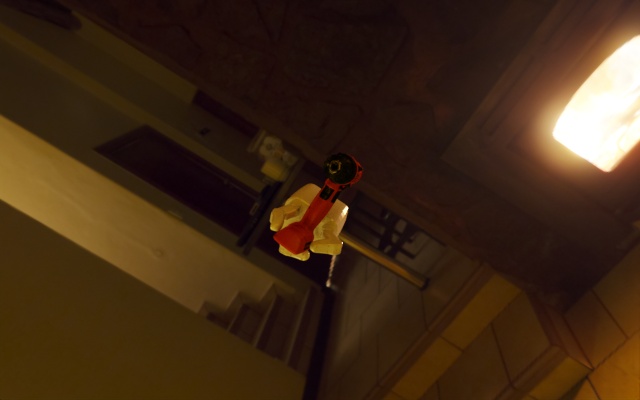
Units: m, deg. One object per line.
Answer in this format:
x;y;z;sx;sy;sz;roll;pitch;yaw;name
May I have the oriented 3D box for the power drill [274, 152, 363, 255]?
0.000;0.003;0.811;0.057;0.187;0.184;39;8;10;power drill
